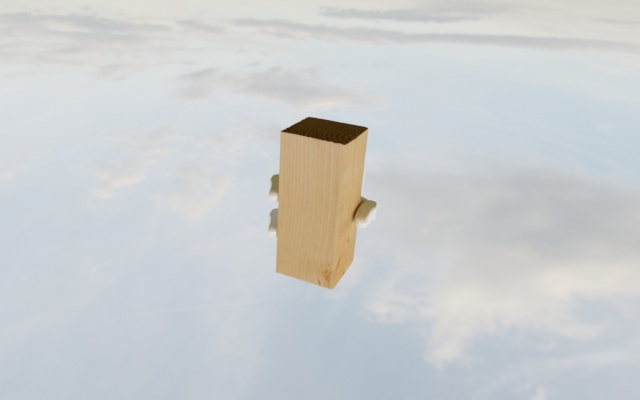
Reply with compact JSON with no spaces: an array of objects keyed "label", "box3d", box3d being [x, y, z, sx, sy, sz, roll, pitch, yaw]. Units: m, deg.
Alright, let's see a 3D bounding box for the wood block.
[{"label":"wood block","box3d":[0.001,0.002,0.650,0.091,0.206,0.090,14,27,20]}]
